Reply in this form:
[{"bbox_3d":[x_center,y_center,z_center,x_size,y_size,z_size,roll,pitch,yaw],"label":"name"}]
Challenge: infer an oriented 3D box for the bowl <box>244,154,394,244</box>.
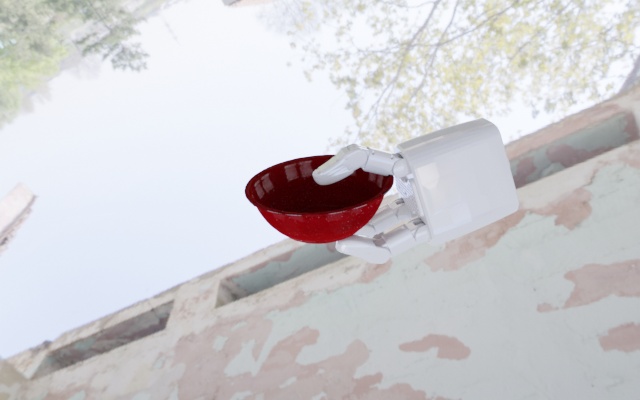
[{"bbox_3d":[-0.001,0.002,0.528,0.162,0.055,0.162,-4,25,2],"label":"bowl"}]
